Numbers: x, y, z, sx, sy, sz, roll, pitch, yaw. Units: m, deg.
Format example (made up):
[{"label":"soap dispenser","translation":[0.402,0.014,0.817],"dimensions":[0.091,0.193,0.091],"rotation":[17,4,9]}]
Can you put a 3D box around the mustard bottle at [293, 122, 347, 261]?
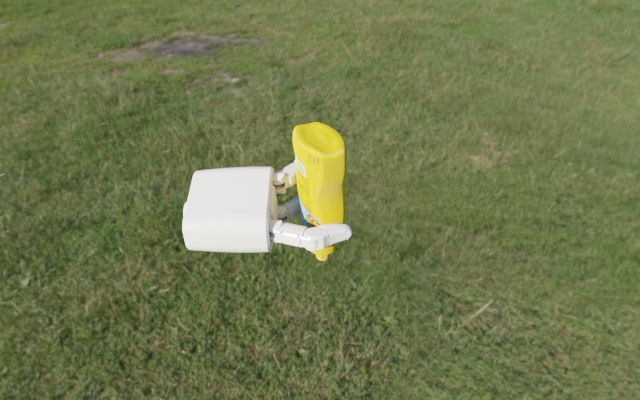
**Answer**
[{"label":"mustard bottle","translation":[0.000,0.002,0.627],"dimensions":[0.058,0.192,0.096],"rotation":[-15,36,-18]}]
